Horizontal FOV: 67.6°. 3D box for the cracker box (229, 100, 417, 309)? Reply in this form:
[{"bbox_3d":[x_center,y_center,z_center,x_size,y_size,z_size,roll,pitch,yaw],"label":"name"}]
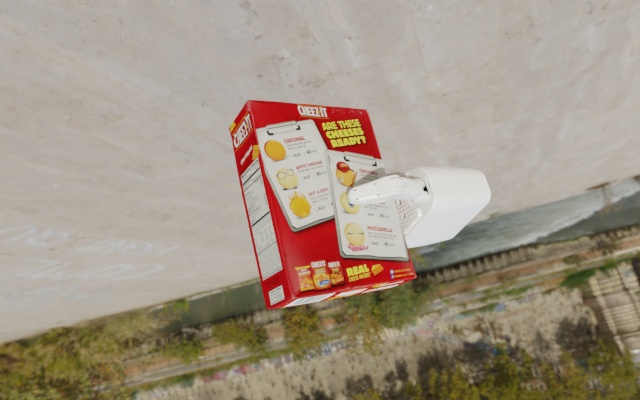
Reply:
[{"bbox_3d":[0.000,0.002,0.535,0.164,0.213,0.072,-3,-20,-34],"label":"cracker box"}]
